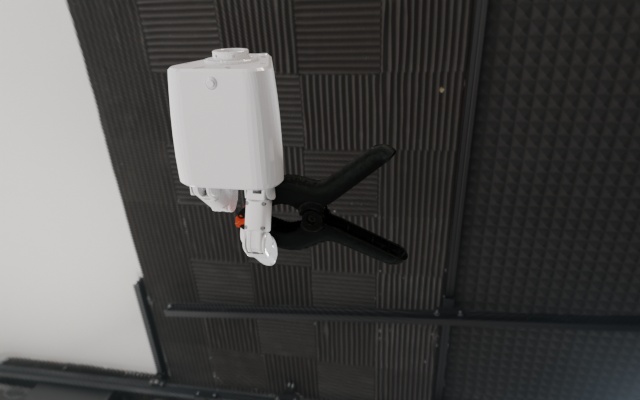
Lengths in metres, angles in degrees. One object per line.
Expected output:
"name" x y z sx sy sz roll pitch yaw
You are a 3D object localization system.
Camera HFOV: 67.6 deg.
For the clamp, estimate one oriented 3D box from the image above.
"clamp" 0.000 0.001 0.460 0.171 0.120 0.039 3 19 10
